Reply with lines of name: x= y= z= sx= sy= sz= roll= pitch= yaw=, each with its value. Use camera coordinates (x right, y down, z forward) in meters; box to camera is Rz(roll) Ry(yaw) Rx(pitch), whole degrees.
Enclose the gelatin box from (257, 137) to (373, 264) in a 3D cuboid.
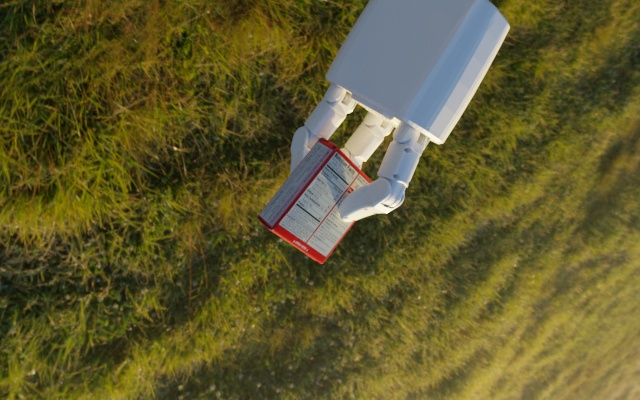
gelatin box: x=0.000 y=0.002 z=0.417 sx=0.073 sy=0.089 sz=0.030 roll=39 pitch=-2 yaw=-43
